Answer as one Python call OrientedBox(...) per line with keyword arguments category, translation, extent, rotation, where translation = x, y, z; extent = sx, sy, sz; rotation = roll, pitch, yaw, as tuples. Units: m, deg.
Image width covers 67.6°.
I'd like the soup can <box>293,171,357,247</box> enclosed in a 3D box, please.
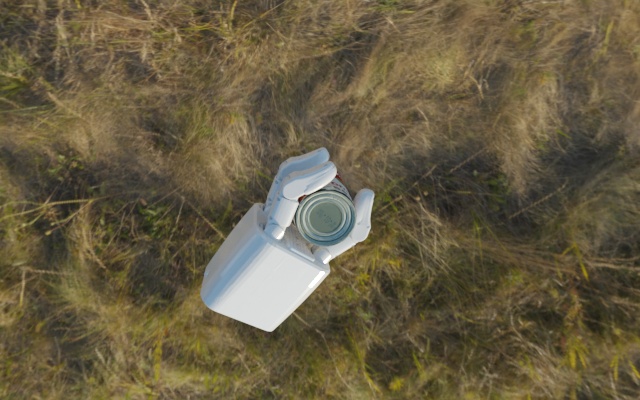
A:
OrientedBox(category="soup can", translation=(0.001, 0.002, 0.548), extent=(0.068, 0.068, 0.102), rotation=(0, 21, -7))
